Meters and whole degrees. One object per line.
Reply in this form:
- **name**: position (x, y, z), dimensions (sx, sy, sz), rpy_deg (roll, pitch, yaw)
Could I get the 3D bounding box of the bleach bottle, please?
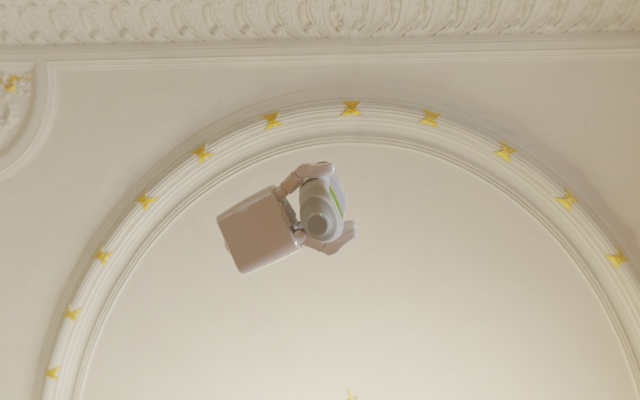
- **bleach bottle**: position (0.000, 0.003, 0.757), dimensions (0.068, 0.102, 0.250), rpy_deg (-26, 8, 8)
